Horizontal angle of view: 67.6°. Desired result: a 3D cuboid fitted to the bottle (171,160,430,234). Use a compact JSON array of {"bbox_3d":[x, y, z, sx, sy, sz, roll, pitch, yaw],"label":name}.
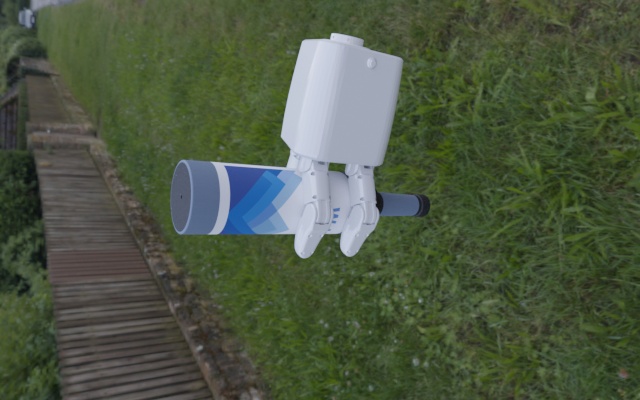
[{"bbox_3d":[0.000,0.002,0.502,0.296,0.069,0.069,2,-1,-32],"label":"bottle"}]
